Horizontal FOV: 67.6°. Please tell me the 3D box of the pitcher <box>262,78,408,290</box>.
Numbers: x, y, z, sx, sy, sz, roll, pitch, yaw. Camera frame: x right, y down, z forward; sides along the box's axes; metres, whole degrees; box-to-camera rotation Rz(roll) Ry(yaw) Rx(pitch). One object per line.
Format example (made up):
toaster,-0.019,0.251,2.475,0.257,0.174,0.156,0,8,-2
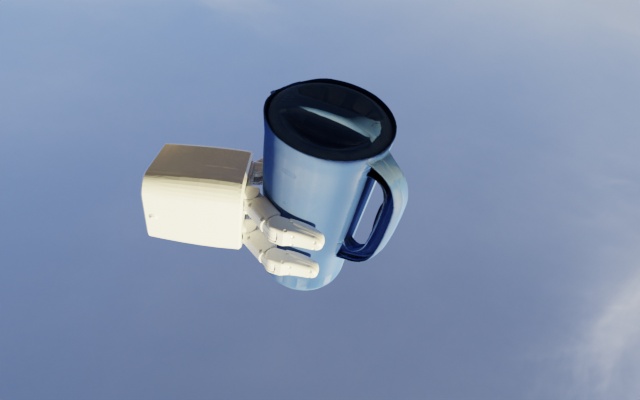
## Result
pitcher,0.000,0.002,0.542,0.145,0.149,0.243,6,-44,-6
